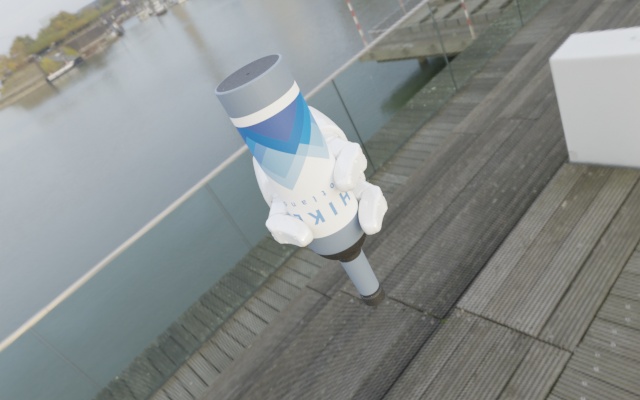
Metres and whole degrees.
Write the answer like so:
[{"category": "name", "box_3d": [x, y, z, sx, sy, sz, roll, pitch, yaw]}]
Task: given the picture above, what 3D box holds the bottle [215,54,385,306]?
[{"category": "bottle", "box_3d": [0.000, 0.001, 0.484, 0.069, 0.296, 0.069, -22, 31, 14]}]
